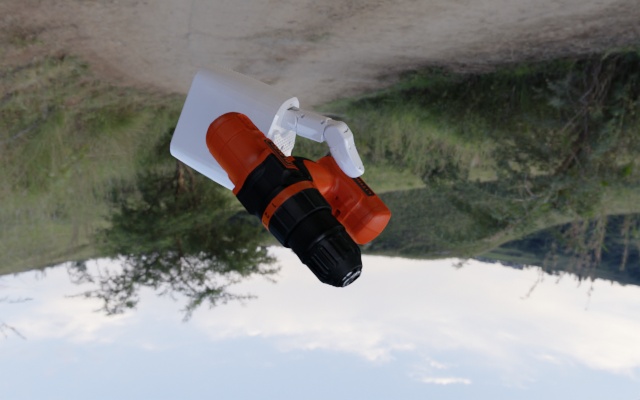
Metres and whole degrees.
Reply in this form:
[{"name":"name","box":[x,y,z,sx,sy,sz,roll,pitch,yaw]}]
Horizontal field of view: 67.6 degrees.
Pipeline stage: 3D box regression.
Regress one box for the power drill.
[{"name":"power drill","box":[0.000,0.001,0.448,0.057,0.184,0.188,-46,-23,15]}]
